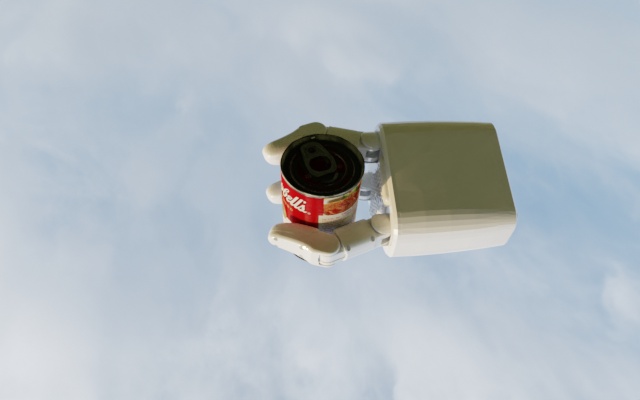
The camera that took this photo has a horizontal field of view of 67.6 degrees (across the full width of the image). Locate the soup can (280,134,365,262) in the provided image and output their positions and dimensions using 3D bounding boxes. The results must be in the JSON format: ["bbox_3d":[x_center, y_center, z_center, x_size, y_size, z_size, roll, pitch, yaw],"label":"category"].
[{"bbox_3d":[0.000,0.002,0.419,0.068,0.068,0.102,0,-38,-2],"label":"soup can"}]
